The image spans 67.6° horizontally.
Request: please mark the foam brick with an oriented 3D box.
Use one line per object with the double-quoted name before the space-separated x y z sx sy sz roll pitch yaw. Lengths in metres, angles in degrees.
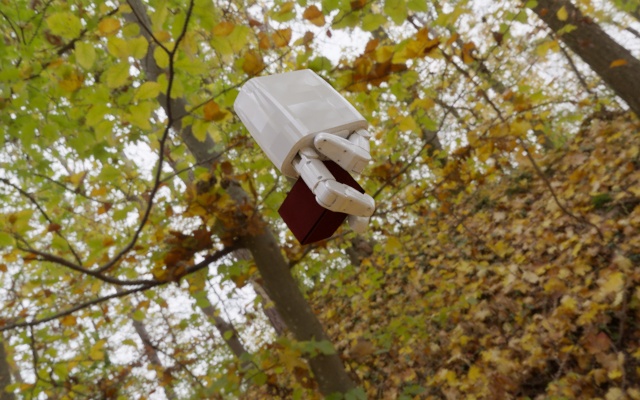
"foam brick" 0.000 0.002 0.526 0.053 0.078 0.051 -9 51 -51
